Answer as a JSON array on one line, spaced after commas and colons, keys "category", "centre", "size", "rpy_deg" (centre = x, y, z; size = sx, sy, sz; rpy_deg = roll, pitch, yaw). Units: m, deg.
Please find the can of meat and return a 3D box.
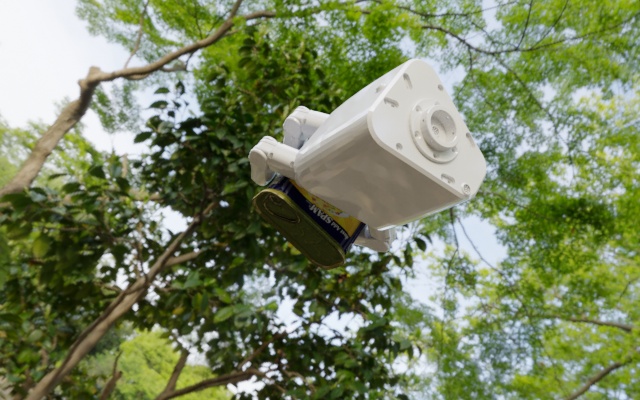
[{"category": "can of meat", "centre": [0.000, 0.001, 0.465], "size": [0.102, 0.084, 0.057], "rpy_deg": [43, -31, -9]}]
